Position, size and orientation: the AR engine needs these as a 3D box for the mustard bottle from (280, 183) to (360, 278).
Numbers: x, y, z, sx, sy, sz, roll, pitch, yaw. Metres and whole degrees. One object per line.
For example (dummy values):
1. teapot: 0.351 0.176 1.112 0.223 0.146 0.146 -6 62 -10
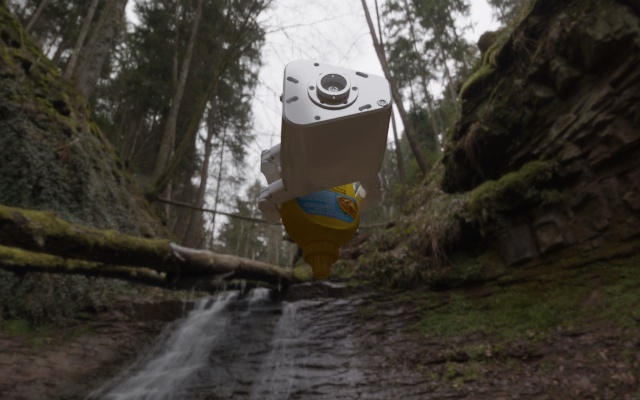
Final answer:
1. mustard bottle: 0.000 0.002 0.575 0.096 0.191 0.058 14 -36 -22
